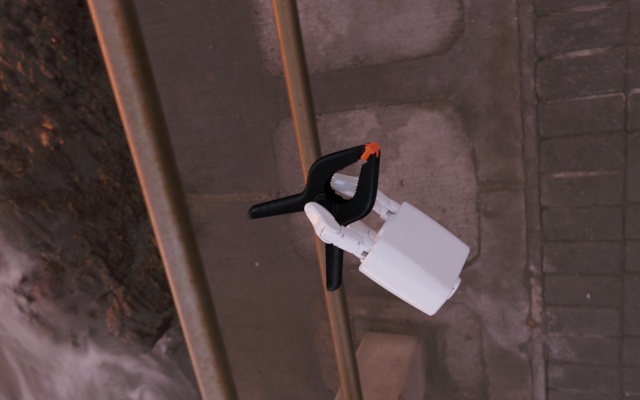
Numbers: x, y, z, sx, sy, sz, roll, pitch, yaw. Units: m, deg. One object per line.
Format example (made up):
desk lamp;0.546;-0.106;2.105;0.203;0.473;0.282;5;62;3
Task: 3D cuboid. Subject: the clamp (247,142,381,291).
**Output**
clamp;0.000;0.002;0.623;0.164;0.210;0.036;35;29;8
